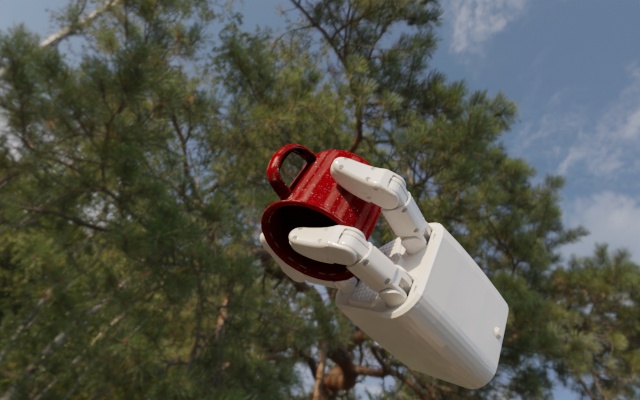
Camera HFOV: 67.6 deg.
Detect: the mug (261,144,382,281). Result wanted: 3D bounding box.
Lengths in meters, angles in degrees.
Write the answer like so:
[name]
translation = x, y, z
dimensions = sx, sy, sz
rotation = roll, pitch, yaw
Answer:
[mug]
translation = -0.001, 0.000, 0.414
dimensions = 0.093, 0.117, 0.081
rotation = -24, 26, 44
